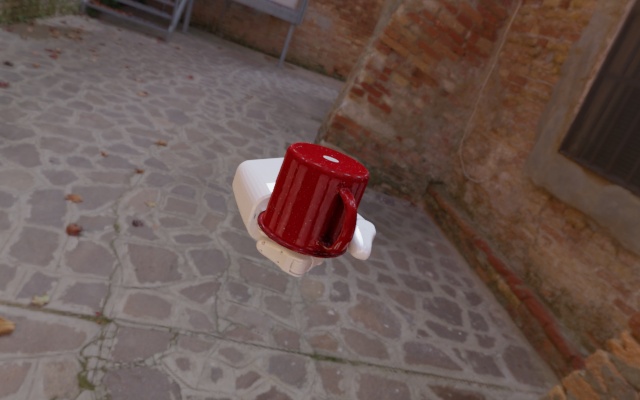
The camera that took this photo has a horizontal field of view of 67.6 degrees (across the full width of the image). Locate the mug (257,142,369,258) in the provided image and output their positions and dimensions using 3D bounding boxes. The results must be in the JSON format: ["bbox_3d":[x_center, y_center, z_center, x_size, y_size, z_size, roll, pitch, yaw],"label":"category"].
[{"bbox_3d":[0.001,0.002,0.444,0.093,0.081,0.117,10,22,-28],"label":"mug"}]
